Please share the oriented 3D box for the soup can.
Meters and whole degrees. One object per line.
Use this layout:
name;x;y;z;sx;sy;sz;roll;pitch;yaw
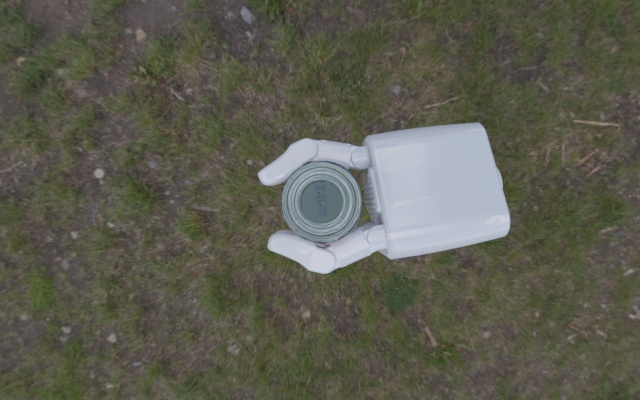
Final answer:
soup can;0.000;0.001;0.429;0.068;0.068;0.102;0;0;-1
